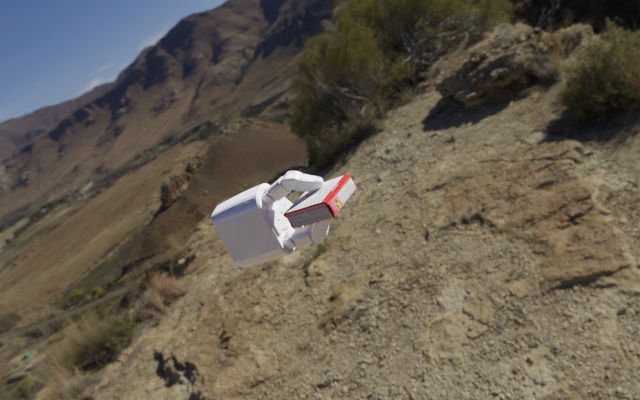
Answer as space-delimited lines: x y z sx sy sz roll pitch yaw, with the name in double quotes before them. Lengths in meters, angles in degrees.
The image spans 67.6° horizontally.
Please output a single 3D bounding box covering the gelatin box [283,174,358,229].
"gelatin box" 0.000 0.002 0.688 0.089 0.030 0.073 -18 22 43
